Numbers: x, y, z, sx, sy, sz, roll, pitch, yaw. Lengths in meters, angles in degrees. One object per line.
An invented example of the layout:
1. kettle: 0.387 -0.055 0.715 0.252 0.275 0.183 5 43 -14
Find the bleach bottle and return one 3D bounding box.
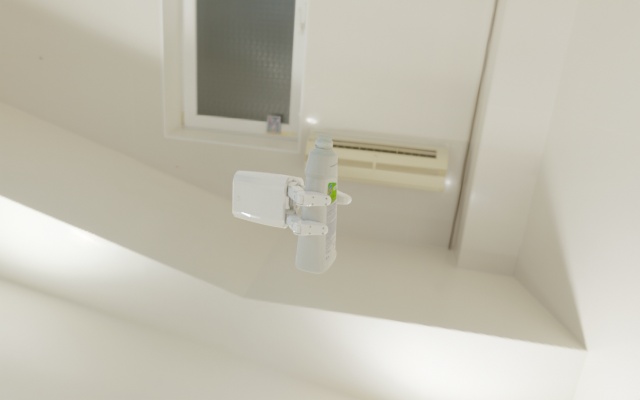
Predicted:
1. bleach bottle: 0.000 0.003 0.887 0.068 0.251 0.102 10 20 14
